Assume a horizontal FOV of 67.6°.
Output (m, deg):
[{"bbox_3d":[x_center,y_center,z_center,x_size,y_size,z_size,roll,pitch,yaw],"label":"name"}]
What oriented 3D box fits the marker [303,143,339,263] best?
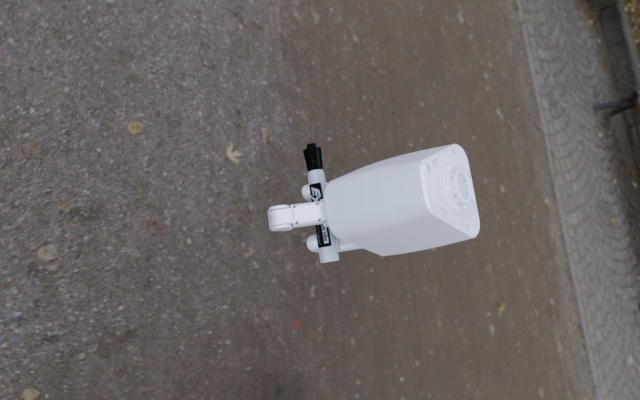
[{"bbox_3d":[0.000,0.002,0.481,0.020,0.121,0.020,-9,-7,-1],"label":"marker"}]
